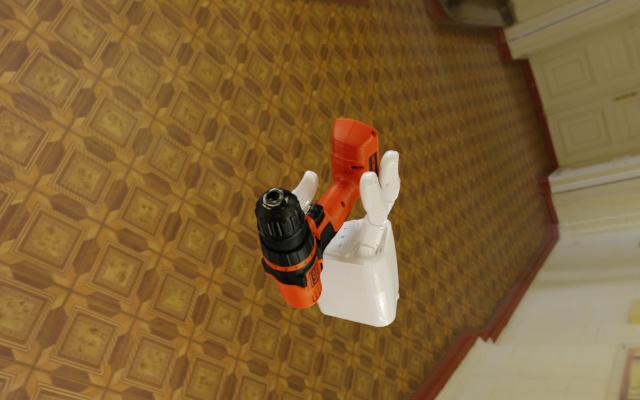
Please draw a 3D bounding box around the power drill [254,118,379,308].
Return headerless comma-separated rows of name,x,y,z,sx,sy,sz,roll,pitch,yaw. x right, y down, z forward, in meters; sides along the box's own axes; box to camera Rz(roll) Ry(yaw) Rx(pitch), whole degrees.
power drill,0.000,0.001,0.503,0.057,0.187,0.185,21,-32,20
